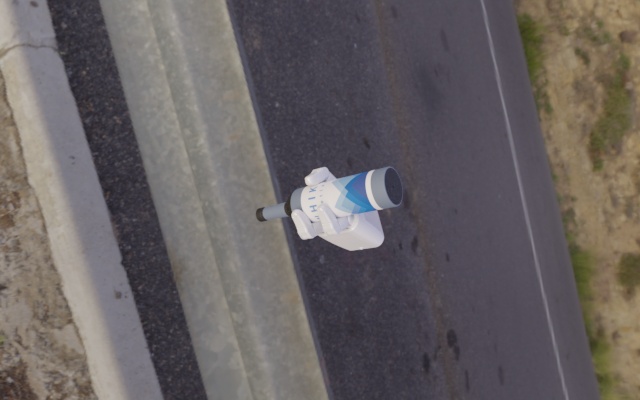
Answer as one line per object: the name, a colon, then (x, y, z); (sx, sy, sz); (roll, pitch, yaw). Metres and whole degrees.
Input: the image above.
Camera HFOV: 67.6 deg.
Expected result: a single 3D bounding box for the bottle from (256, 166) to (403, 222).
bottle: (0.000, 0.003, 0.858); (0.296, 0.069, 0.069); (-12, -7, 34)
